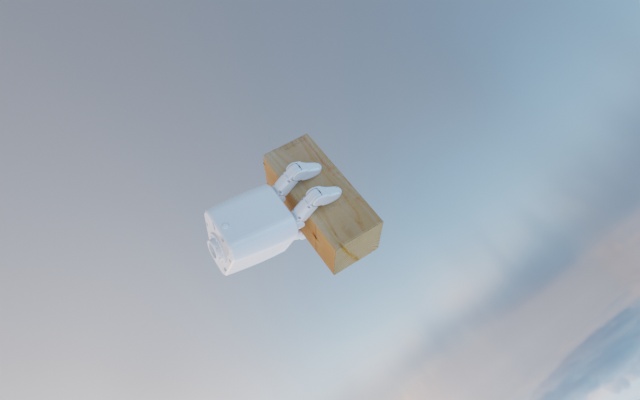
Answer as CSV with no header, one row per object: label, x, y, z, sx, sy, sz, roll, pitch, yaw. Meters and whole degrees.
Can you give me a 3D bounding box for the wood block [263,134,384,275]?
wood block,0.000,0.003,0.771,0.090,0.206,0.091,-29,-28,-18
